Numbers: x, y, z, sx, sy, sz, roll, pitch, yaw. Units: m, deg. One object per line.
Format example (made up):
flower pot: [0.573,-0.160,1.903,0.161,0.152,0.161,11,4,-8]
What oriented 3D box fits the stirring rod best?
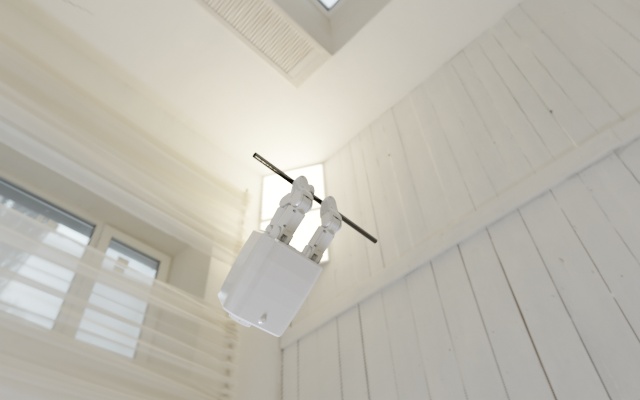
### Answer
stirring rod: [0.000,0.002,0.666,0.240,0.011,0.011,36,-20,-31]
